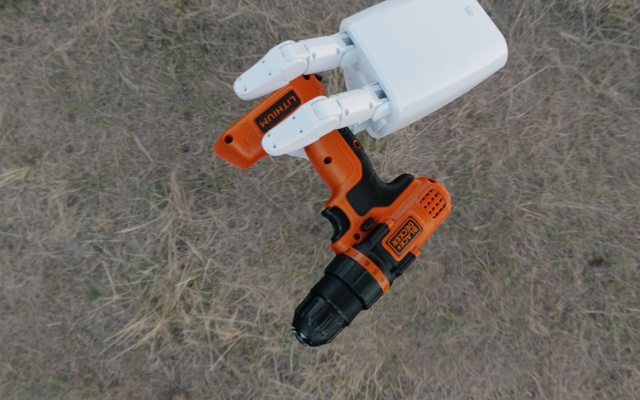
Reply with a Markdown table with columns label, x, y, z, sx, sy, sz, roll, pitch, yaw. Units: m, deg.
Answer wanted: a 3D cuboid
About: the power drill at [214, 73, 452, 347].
| label | x | y | z | sx | sy | sz | roll | pitch | yaw |
| --- | --- | --- | --- | --- | --- | --- | --- | --- | --- |
| power drill | 0.000 | 0.001 | 0.404 | 0.184 | 0.187 | 0.057 | -44 | 8 | -20 |
